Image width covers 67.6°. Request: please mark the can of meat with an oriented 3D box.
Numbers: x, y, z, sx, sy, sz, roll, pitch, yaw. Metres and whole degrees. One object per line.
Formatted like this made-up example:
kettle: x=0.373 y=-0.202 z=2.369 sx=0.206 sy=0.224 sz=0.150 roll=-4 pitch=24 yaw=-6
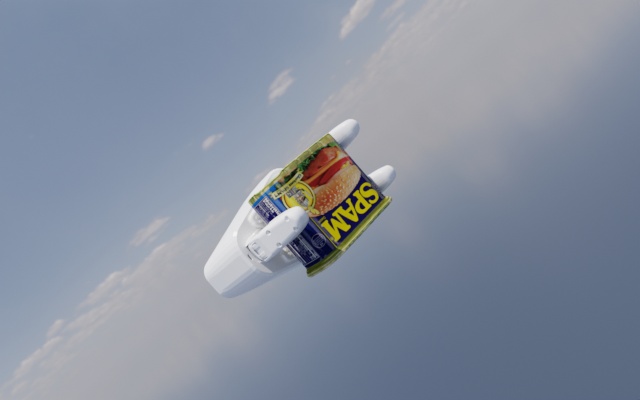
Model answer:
can of meat: x=0.000 y=0.001 z=0.419 sx=0.102 sy=0.084 sz=0.057 roll=-42 pitch=2 yaw=-35
